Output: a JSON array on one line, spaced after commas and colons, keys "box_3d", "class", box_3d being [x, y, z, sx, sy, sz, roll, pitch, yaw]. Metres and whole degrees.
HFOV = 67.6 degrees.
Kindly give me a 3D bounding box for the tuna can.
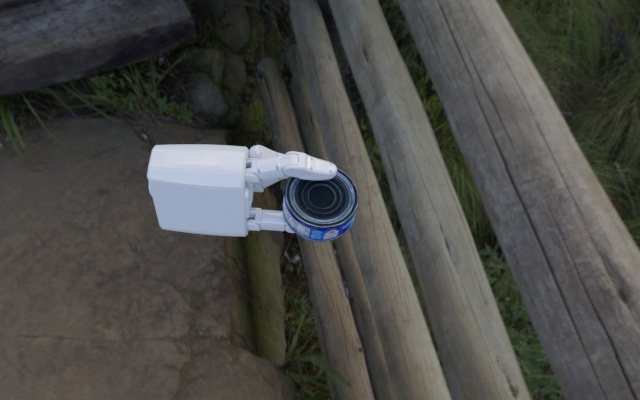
[{"box_3d": [0.000, 0.001, 0.544, 0.086, 0.086, 0.034, 0, -30, -8], "class": "tuna can"}]
